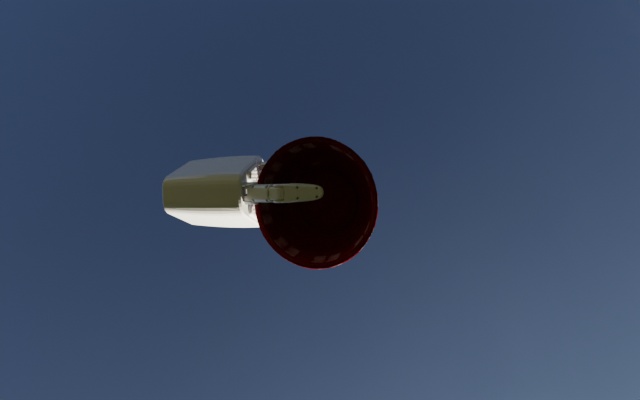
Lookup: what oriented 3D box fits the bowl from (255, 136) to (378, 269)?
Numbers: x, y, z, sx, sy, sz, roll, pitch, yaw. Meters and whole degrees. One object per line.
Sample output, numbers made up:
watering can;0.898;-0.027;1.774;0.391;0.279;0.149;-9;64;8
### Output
bowl;0.001;0.002;0.602;0.162;0.162;0.055;0;3;21
